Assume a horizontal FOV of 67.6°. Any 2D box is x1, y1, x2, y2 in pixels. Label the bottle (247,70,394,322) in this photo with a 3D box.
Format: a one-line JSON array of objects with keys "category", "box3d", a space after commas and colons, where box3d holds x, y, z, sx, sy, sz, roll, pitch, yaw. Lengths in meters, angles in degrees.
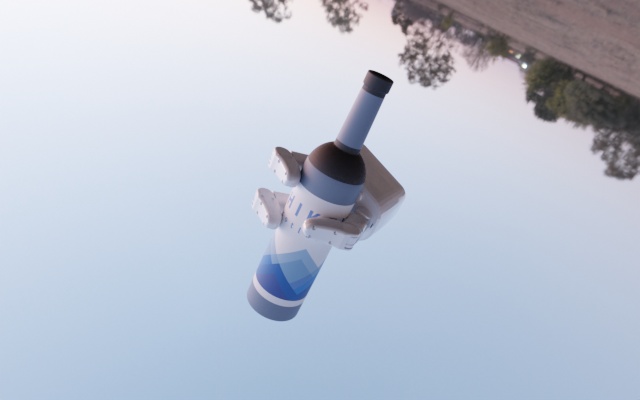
[{"category": "bottle", "box3d": [0.000, 0.002, 0.516, 0.069, 0.296, 0.069, 21, 25, -10]}]
